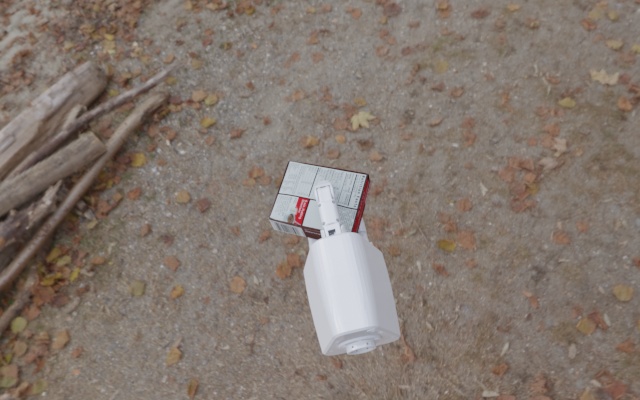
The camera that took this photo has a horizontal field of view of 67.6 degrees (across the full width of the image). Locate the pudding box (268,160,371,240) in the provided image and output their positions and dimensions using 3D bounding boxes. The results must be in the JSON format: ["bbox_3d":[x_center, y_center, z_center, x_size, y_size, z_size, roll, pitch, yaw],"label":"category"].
[{"bbox_3d":[0.000,0.002,0.610,0.113,0.090,0.039,12,-23,14],"label":"pudding box"}]
